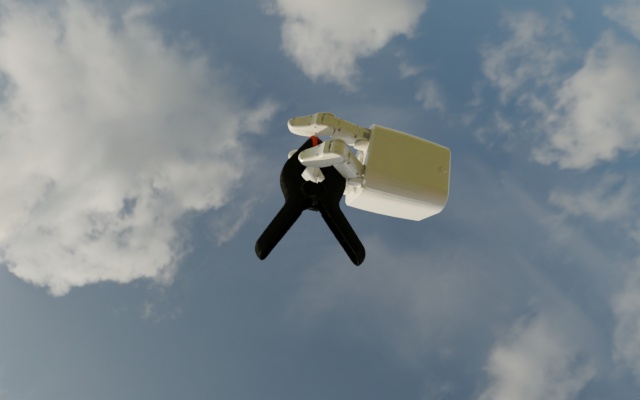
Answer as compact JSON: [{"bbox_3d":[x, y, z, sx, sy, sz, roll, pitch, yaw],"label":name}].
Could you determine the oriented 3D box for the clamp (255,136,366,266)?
[{"bbox_3d":[0.000,0.002,0.558,0.120,0.171,0.039,15,-30,-5],"label":"clamp"}]
